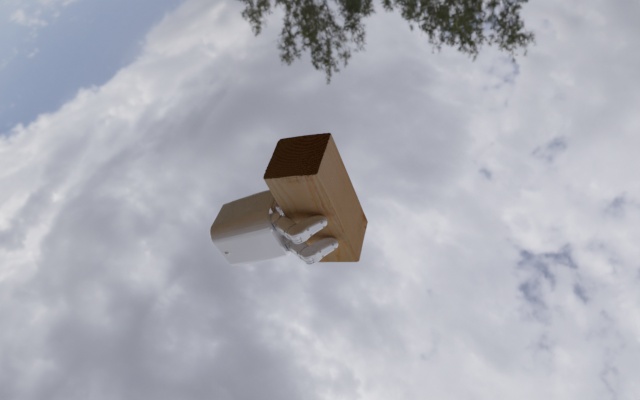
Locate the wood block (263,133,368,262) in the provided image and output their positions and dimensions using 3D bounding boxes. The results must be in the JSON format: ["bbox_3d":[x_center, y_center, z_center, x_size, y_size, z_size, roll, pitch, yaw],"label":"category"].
[{"bbox_3d":[0.000,0.002,0.763,0.090,0.090,0.206,-4,-43,23],"label":"wood block"}]
